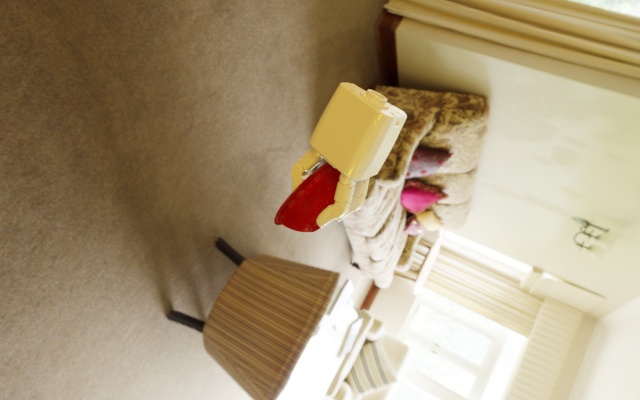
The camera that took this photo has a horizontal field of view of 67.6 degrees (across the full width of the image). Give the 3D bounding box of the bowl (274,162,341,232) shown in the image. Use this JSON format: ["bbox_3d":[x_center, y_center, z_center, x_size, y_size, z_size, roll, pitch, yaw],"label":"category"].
[{"bbox_3d":[0.000,0.004,0.800,0.162,0.055,0.162,-41,-11,-10],"label":"bowl"}]
